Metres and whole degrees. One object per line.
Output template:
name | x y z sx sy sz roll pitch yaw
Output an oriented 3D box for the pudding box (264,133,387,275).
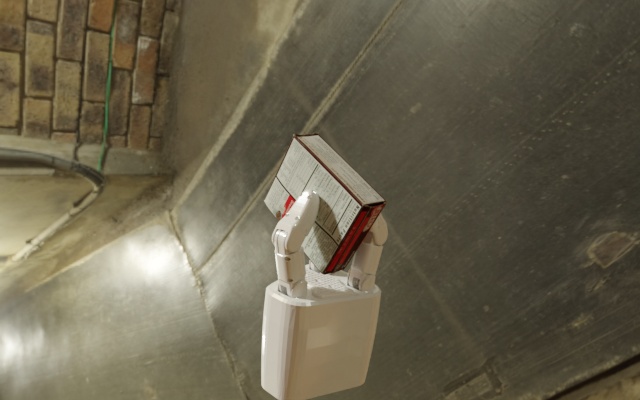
pudding box | 0.000 0.002 0.468 0.039 0.090 0.113 -9 47 -47
